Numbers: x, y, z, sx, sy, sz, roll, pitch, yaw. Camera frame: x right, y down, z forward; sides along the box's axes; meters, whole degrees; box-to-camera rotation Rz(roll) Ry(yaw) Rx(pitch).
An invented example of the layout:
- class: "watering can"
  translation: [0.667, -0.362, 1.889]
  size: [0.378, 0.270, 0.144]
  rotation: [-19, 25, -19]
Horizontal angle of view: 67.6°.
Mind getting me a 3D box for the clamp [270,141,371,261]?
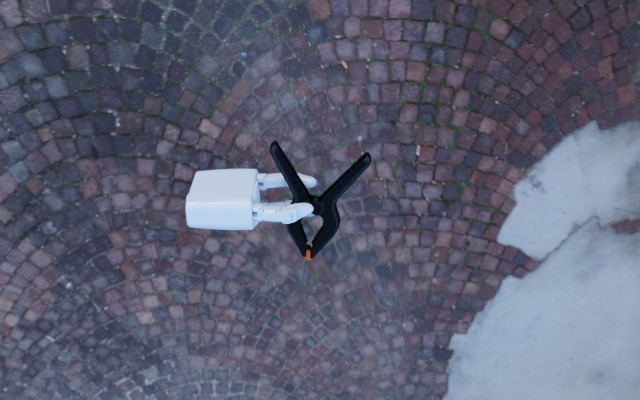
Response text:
- class: "clamp"
  translation: [0.000, 0.003, 0.803]
  size: [0.164, 0.210, 0.036]
  rotation: [1, 22, 2]
